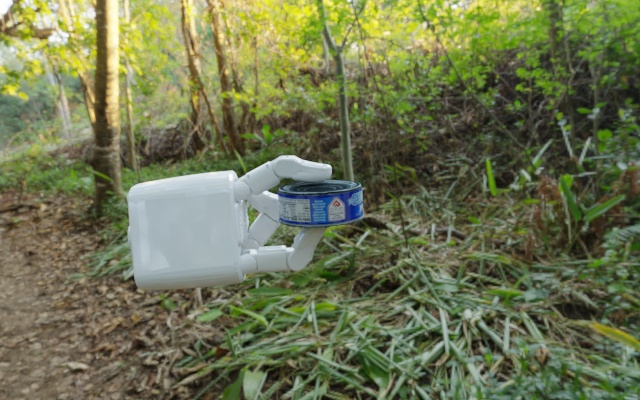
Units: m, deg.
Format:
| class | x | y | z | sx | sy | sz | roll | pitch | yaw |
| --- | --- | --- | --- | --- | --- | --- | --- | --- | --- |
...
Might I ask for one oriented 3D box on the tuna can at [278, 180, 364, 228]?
| class | x | y | z | sx | sy | sz | roll | pitch | yaw |
| --- | --- | --- | --- | --- | --- | --- | --- | --- | --- |
| tuna can | 0.000 | 0.001 | 0.478 | 0.086 | 0.034 | 0.086 | -3 | 10 | 1 |
